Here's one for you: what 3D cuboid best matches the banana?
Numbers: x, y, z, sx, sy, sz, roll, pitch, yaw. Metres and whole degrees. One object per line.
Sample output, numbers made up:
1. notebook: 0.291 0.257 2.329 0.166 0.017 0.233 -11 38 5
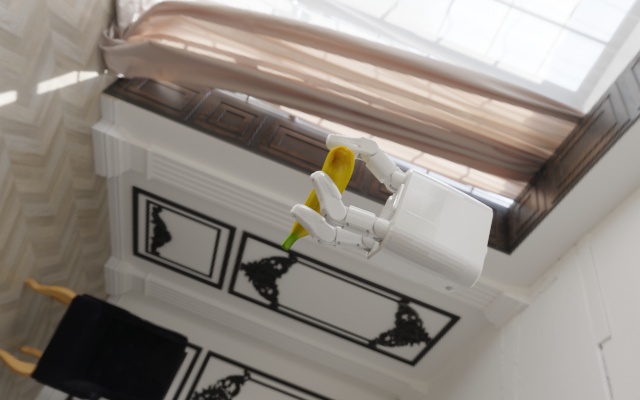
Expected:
1. banana: 0.006 -0.008 0.580 0.037 0.069 0.198 29 -43 1
